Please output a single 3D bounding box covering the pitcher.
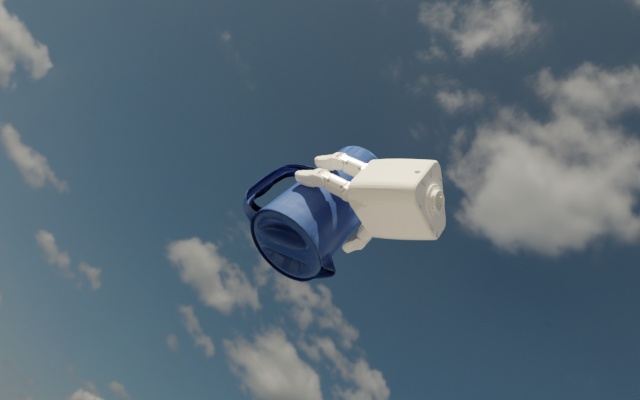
[{"bbox_3d":[0.000,0.003,0.789,0.145,0.149,0.242,-1,32,40],"label":"pitcher"}]
